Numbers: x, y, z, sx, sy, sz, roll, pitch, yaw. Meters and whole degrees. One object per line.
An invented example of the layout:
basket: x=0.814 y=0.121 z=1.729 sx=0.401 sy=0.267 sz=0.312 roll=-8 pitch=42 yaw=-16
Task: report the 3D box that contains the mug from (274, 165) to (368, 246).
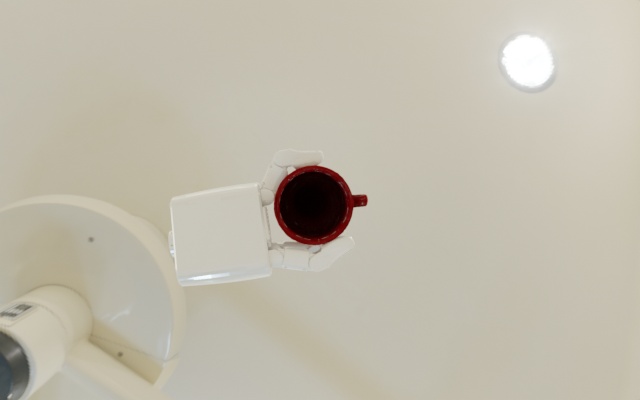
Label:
mug: x=0.001 y=0.002 z=0.592 sx=0.117 sy=0.093 sz=0.081 roll=-7 pitch=5 yaw=-6
